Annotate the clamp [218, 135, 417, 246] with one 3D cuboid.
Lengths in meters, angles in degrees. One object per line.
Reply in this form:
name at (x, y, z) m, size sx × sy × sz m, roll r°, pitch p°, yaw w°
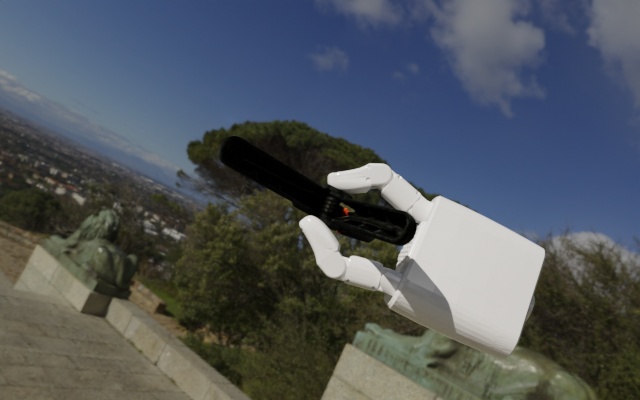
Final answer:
clamp at (0.001, 0.001, 0.443) m, size 0.164 × 0.036 × 0.210 m, roll 27°, pitch -5°, yaw 7°
